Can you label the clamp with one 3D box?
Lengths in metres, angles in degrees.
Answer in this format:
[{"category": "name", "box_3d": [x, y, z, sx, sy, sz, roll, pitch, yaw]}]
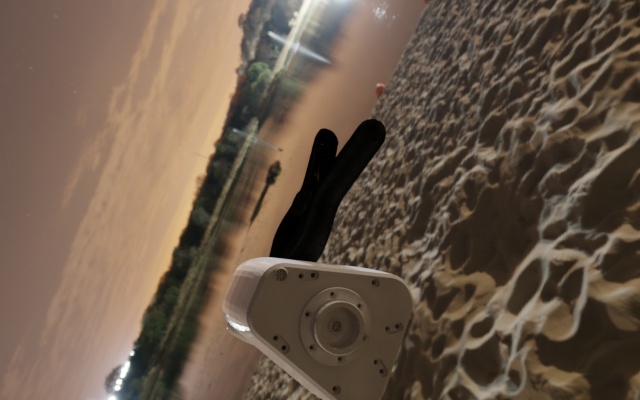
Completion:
[{"category": "clamp", "box_3d": [-0.001, 0.001, 0.424, 0.039, 0.171, 0.120, 23, -13, -15]}]
